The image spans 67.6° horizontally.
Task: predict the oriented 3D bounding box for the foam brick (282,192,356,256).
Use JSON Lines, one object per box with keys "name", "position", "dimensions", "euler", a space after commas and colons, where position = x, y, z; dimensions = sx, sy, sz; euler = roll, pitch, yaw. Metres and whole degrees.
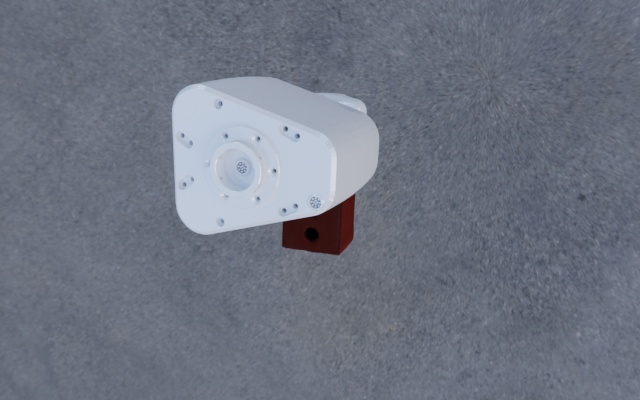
{"name": "foam brick", "position": [0.000, 0.002, 0.411], "dimensions": [0.053, 0.078, 0.051], "euler": [6, 16, 16]}
